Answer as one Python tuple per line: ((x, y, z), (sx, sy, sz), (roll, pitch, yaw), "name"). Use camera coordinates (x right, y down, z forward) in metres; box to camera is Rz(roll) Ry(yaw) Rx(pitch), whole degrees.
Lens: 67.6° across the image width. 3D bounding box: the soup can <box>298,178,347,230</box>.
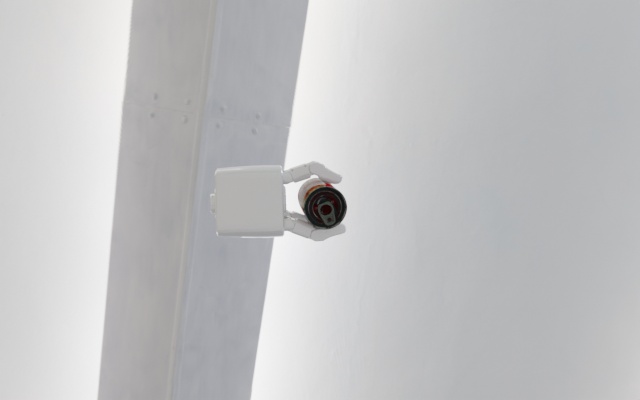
((0.001, 0.002, 0.779), (0.068, 0.068, 0.102), (0, 11, -9), "soup can")
